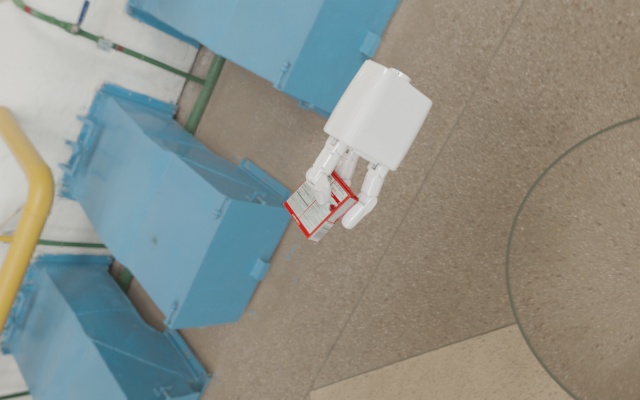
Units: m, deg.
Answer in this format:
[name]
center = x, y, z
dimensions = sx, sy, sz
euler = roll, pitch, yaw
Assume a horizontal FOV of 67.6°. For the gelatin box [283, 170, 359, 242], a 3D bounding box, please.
[gelatin box]
center = 0.000, 0.002, 0.674
dimensions = 0.030, 0.089, 0.073
euler = 26, 21, -55
